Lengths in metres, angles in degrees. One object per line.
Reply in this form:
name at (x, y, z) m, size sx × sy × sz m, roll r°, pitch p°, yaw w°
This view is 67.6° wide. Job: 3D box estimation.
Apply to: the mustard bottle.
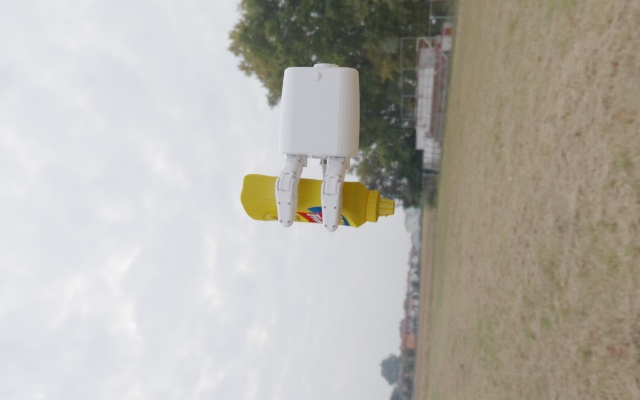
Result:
mustard bottle at (0.000, 0.002, 0.621) m, size 0.191 × 0.058 × 0.096 m, roll 4°, pitch -18°, yaw 13°
